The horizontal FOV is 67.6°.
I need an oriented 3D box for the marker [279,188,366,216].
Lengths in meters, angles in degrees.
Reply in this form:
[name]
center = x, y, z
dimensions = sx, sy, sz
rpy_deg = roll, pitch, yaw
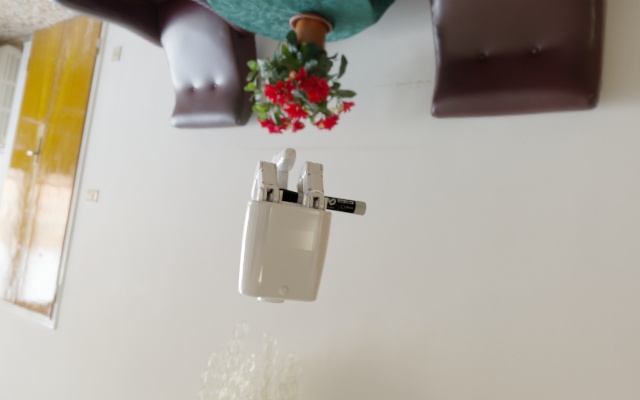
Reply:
[marker]
center = 0.000, 0.002, 0.609
dimensions = 0.121, 0.020, 0.020
rpy_deg = 9, -3, -18
